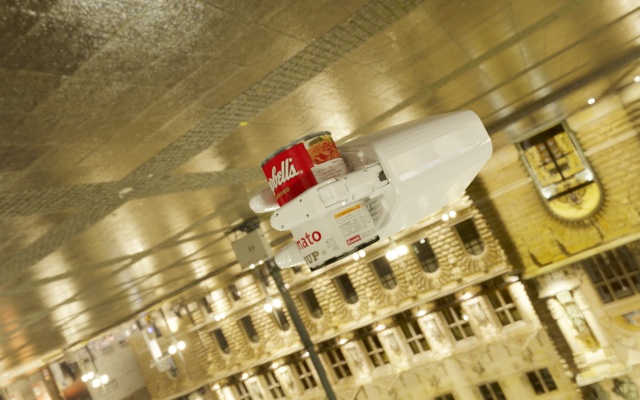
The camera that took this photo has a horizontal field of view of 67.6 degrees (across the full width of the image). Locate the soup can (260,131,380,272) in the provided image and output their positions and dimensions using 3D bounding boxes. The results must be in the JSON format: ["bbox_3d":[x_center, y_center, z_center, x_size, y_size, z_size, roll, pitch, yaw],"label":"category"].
[{"bbox_3d":[0.000,0.002,0.409,0.068,0.102,0.068,-25,-5,-2],"label":"soup can"}]
